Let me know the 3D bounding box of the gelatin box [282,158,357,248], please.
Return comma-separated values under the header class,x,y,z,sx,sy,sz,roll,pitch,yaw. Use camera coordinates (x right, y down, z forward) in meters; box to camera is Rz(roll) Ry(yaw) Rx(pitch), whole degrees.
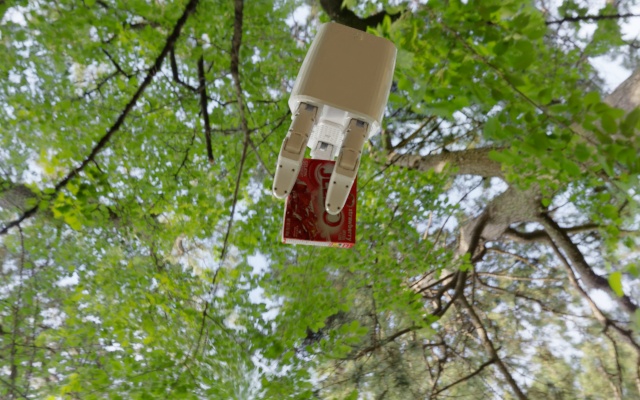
class,x,y,z,sx,sy,sz,roll,pitch,yaw
gelatin box,0.000,0.002,0.494,0.073,0.089,0.030,5,-16,-5
